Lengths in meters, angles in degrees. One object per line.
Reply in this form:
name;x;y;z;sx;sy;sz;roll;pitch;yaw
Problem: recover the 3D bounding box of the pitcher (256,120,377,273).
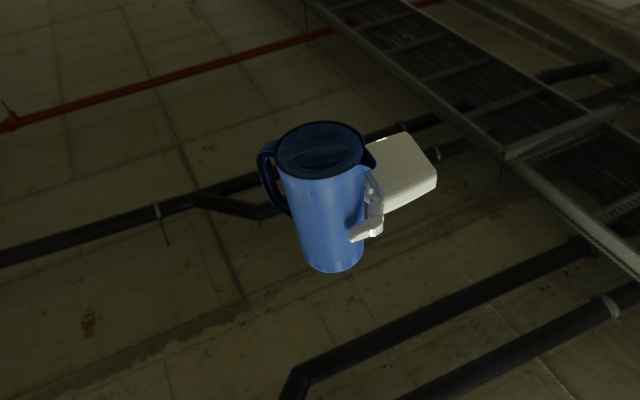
pitcher;0.000;0.002;0.767;0.145;0.243;0.149;-24;47;-15
